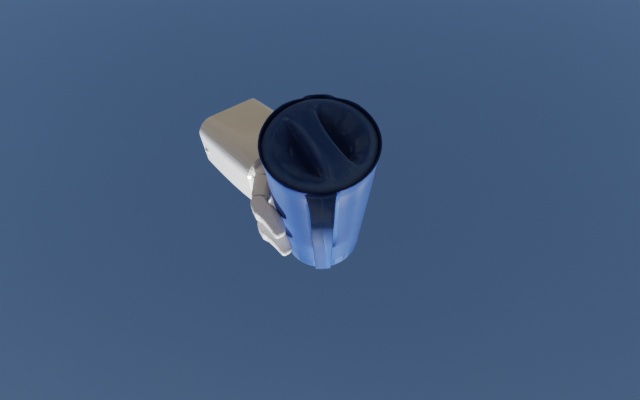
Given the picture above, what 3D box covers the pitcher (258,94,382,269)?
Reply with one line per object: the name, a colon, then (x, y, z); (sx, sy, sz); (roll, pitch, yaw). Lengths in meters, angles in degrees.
pitcher: (0.000, 0.002, 0.604); (0.145, 0.149, 0.243); (38, -23, 20)
